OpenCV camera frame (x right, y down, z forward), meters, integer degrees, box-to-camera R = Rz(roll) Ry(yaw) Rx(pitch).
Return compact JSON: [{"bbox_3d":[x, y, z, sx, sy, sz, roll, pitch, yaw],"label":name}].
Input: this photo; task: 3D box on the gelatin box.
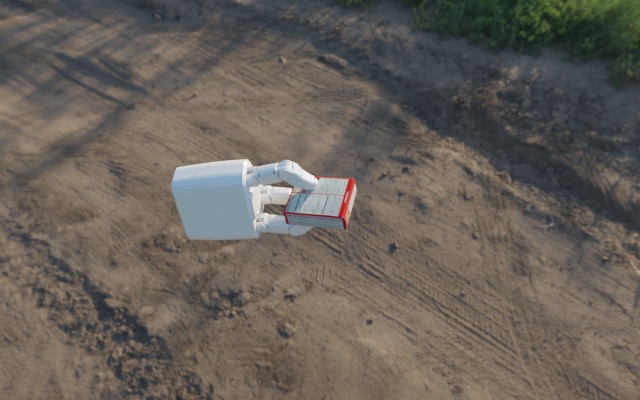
[{"bbox_3d":[0.000,0.002,0.672,0.089,0.073,0.030,4,-41,18],"label":"gelatin box"}]
